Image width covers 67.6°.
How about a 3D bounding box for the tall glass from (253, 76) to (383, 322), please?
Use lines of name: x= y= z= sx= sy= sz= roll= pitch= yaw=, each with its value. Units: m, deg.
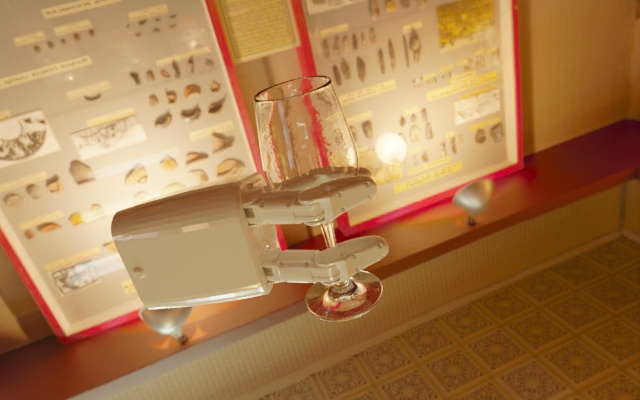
tall glass: x=0.000 y=0.002 z=0.407 sx=0.079 sy=0.201 sz=0.079 roll=-11 pitch=25 yaw=5
